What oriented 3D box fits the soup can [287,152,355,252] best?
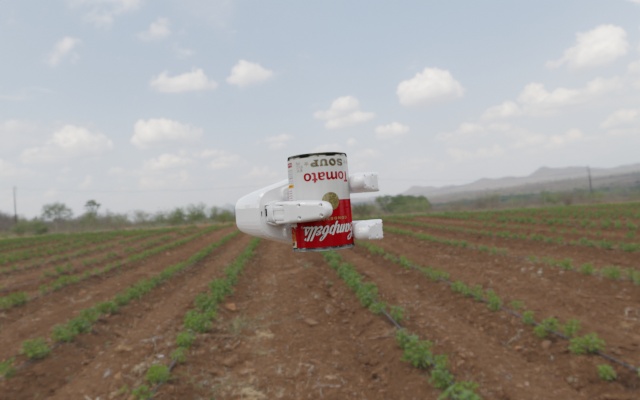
[{"bbox_3d":[0.000,0.001,0.521,0.068,0.102,0.068,-4,-1,0],"label":"soup can"}]
